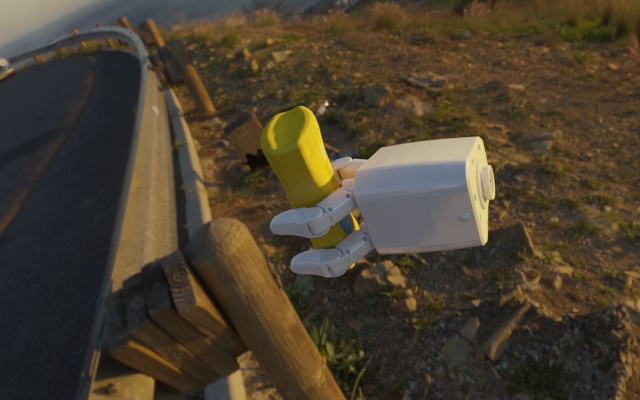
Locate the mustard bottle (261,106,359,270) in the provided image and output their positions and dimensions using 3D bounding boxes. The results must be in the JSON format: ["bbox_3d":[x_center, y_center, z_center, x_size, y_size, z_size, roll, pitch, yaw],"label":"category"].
[{"bbox_3d":[0.000,0.002,0.513,0.058,0.192,0.096,-19,32,8],"label":"mustard bottle"}]
